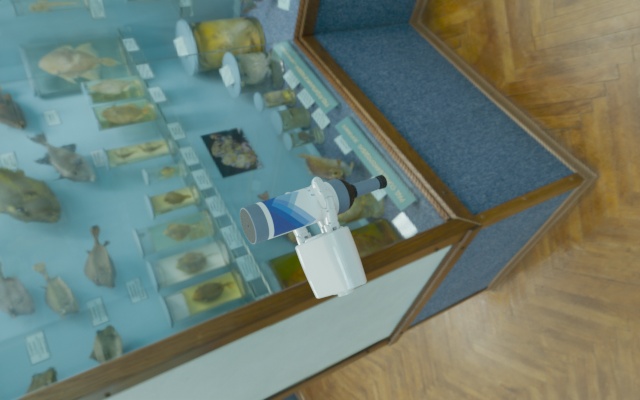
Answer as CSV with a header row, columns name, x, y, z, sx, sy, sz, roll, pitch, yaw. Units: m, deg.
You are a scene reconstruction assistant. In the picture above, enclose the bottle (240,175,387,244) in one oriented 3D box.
name,x,y,z,sx,sy,sz,roll,pitch,yaw
bottle,0.000,0.003,0.882,0.295,0.069,0.069,-18,8,-27
